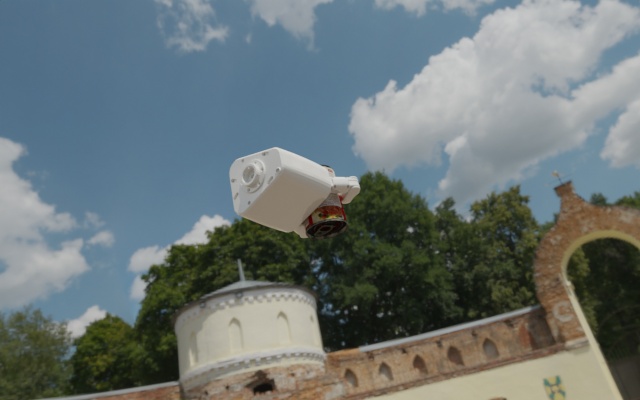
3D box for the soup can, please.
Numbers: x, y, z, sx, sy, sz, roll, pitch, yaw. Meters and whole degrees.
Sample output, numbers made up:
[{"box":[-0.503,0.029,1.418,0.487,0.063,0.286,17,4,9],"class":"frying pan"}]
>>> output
[{"box":[0.000,0.002,0.767,0.068,0.102,0.068,-10,-27,-5],"class":"soup can"}]
